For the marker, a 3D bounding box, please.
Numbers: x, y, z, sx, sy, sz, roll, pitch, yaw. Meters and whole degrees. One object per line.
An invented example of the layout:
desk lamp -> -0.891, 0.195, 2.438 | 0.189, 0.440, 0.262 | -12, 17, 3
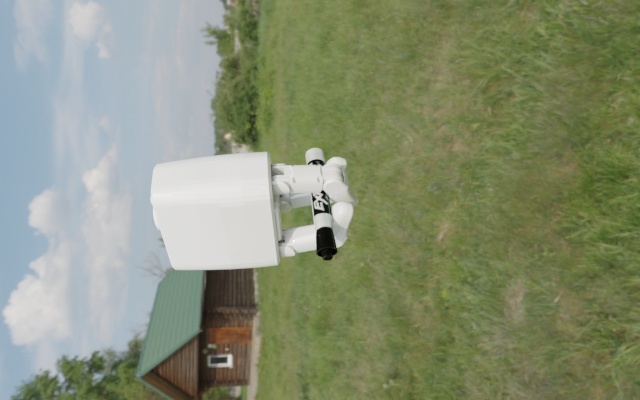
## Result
marker -> 0.000, 0.001, 0.449 | 0.020, 0.121, 0.020 | -5, -35, -3
